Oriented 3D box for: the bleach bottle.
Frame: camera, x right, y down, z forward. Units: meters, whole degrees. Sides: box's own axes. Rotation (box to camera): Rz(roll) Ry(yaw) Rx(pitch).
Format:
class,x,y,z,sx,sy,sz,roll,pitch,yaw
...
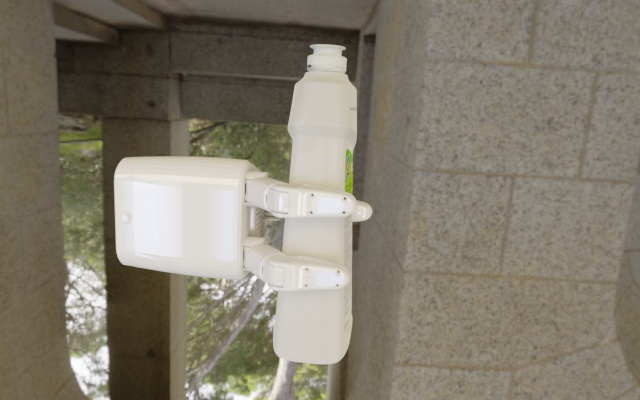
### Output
class,x,y,z,sx,sy,sz,roll,pitch,yaw
bleach bottle,0.000,0.001,0.405,0.068,0.251,0.102,4,11,5
